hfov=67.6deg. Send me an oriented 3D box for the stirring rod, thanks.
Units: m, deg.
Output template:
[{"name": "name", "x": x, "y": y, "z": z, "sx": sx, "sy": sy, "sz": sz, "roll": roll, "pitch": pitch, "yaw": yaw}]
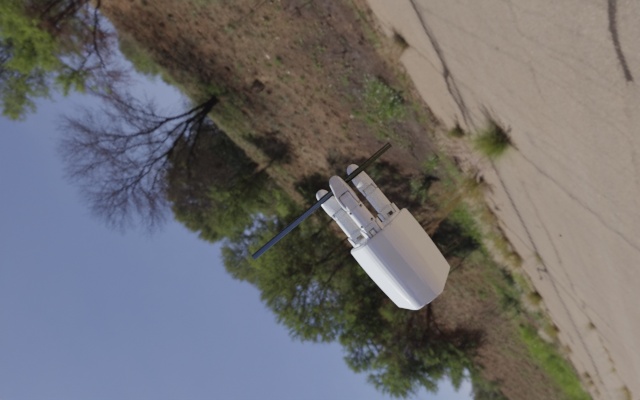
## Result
[{"name": "stirring rod", "x": 0.000, "y": 0.002, "z": 0.643, "sx": 0.239, "sy": 0.011, "sz": 0.011, "roll": -40, "pitch": -6, "yaw": 7}]
